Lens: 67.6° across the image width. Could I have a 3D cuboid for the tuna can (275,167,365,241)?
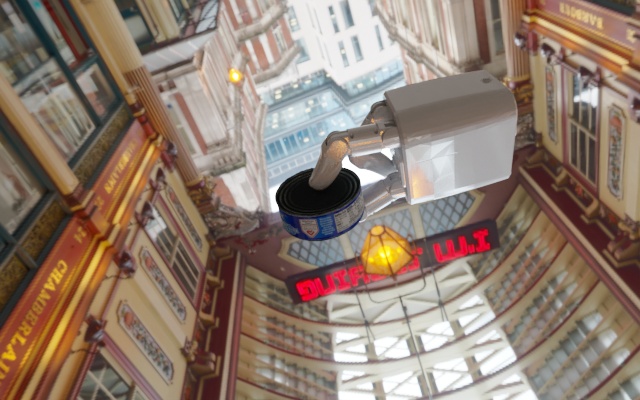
[{"bbox_3d":[0.000,0.002,0.474,0.086,0.034,0.086,-9,34,6],"label":"tuna can"}]
